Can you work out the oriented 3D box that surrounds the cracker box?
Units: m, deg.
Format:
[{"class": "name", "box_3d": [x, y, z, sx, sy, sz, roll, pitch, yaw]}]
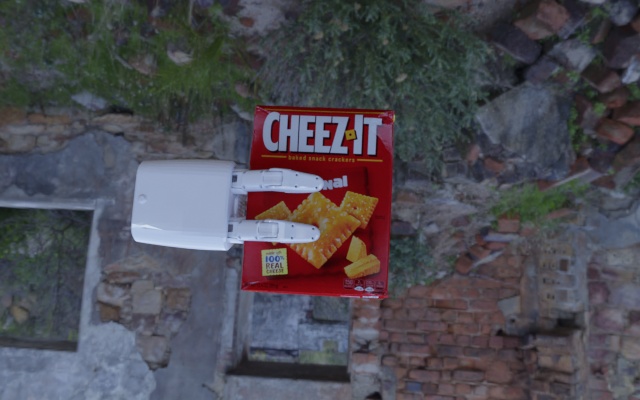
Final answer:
[{"class": "cracker box", "box_3d": [0.000, 0.002, 0.556, 0.164, 0.213, 0.072, 3, -7, 3]}]
